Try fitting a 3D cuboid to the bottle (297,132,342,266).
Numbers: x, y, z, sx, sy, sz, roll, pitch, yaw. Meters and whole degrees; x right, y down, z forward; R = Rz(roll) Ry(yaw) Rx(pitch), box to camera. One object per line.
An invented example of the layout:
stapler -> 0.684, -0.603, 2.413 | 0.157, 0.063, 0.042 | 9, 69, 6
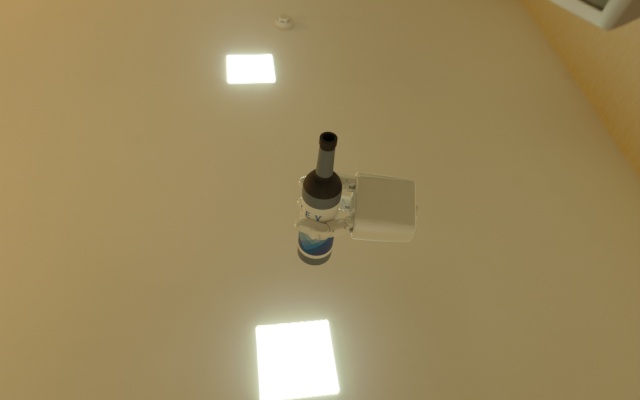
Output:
bottle -> 0.000, 0.003, 0.821 | 0.069, 0.069, 0.296 | 0, -41, -6
